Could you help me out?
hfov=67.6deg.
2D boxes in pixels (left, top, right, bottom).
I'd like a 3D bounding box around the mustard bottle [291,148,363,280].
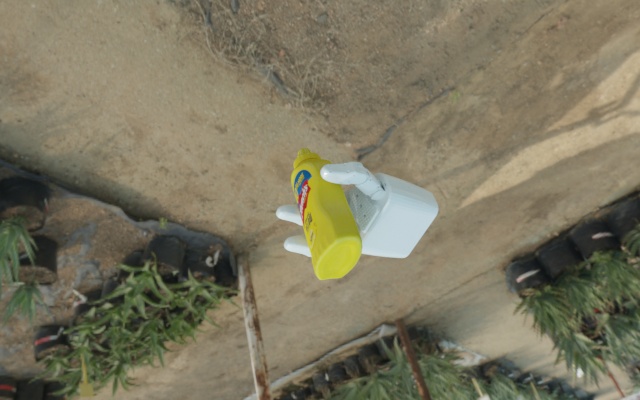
[{"bbox_3d":[0.000,0.002,0.640,0.058,0.191,0.096,-4,-38,-17],"label":"mustard bottle"}]
